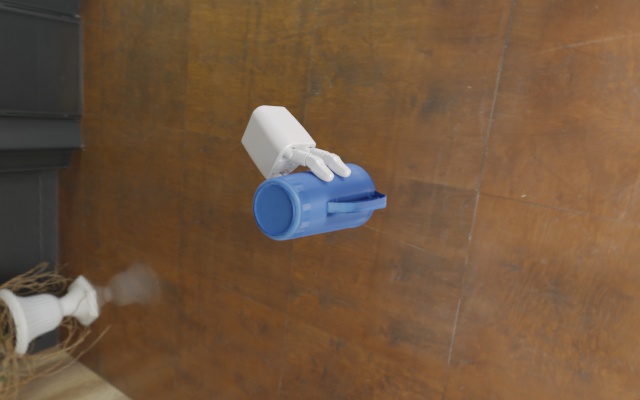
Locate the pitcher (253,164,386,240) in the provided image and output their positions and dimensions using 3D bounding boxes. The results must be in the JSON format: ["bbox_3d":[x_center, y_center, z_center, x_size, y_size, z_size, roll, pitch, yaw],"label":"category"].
[{"bbox_3d":[0.000,0.003,0.890,0.149,0.145,0.243,-46,-20,31],"label":"pitcher"}]
